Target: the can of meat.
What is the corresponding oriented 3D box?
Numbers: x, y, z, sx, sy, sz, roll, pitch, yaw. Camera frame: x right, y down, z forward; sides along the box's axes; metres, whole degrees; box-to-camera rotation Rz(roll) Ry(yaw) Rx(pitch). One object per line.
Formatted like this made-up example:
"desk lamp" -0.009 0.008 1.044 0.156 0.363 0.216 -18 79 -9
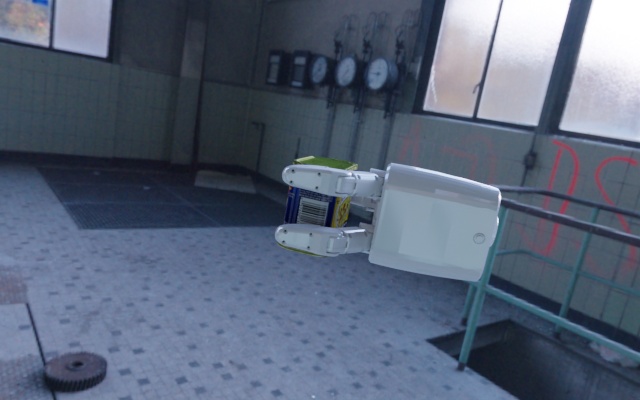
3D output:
"can of meat" 0.000 0.001 0.486 0.057 0.084 0.102 13 12 12
